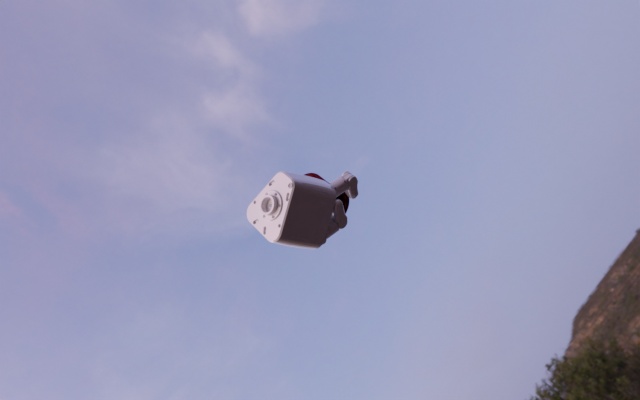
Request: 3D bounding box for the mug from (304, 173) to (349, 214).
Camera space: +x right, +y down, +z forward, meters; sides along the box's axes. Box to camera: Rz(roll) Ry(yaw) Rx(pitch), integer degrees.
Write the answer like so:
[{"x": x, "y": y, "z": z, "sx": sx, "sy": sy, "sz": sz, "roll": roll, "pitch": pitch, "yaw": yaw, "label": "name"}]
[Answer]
[{"x": 0.001, "y": 0.003, "z": 0.898, "sx": 0.081, "sy": 0.093, "sz": 0.117, "roll": 39, "pitch": 15, "yaw": 36, "label": "mug"}]
